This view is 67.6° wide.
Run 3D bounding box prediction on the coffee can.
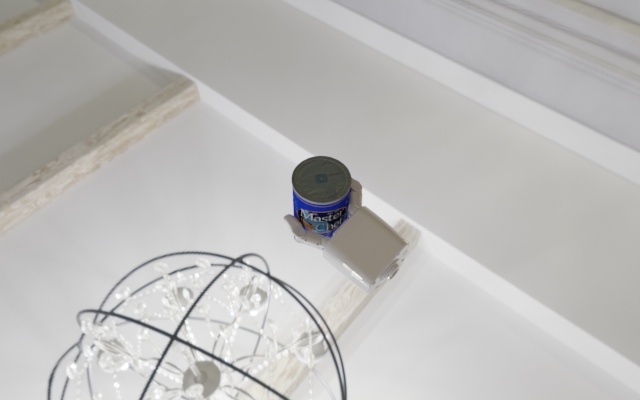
[{"bbox_3d":[0.000,0.003,0.867,0.103,0.102,0.140,0,-36,-2],"label":"coffee can"}]
